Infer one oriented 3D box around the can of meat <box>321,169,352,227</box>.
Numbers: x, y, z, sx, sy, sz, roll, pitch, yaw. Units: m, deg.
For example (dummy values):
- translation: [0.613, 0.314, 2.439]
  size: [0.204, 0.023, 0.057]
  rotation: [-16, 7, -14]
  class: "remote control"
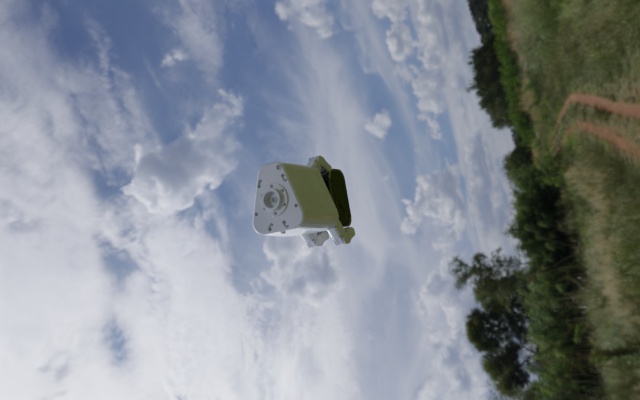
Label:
- translation: [0.000, 0.003, 0.840]
  size: [0.084, 0.102, 0.057]
  rotation: [-12, -5, 27]
  class: "can of meat"
